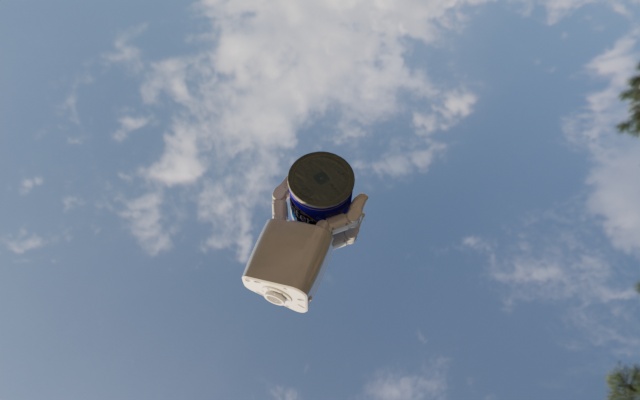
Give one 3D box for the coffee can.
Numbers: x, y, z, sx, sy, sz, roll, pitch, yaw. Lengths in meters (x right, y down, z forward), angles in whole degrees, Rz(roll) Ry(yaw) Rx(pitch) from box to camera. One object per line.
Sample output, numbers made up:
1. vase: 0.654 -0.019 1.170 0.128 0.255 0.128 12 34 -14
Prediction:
1. coffee can: 0.000 0.002 0.783 0.103 0.102 0.140 0 -32 -1
